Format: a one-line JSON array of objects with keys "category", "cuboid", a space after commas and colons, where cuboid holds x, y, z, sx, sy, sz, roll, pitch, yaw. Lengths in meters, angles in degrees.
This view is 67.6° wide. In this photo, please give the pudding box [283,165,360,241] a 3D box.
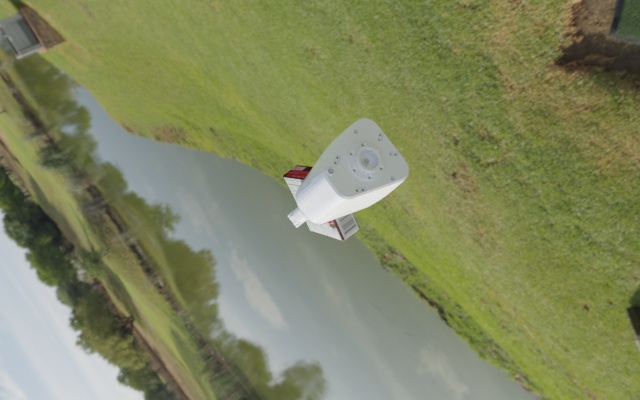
[{"category": "pudding box", "cuboid": [0.000, 0.002, 0.729, 0.039, 0.113, 0.090, -36, 27, -26]}]
